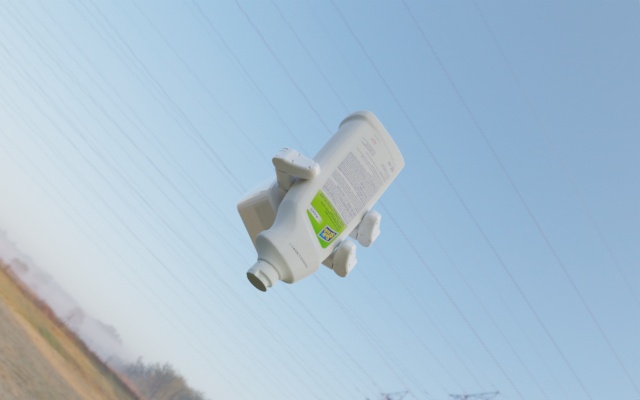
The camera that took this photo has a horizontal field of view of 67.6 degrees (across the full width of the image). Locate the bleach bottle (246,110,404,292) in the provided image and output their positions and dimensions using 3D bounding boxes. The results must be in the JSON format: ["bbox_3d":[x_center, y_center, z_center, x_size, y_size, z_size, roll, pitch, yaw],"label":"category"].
[{"bbox_3d":[0.000,0.002,0.565,0.250,0.102,0.068,-47,17,-32],"label":"bleach bottle"}]
